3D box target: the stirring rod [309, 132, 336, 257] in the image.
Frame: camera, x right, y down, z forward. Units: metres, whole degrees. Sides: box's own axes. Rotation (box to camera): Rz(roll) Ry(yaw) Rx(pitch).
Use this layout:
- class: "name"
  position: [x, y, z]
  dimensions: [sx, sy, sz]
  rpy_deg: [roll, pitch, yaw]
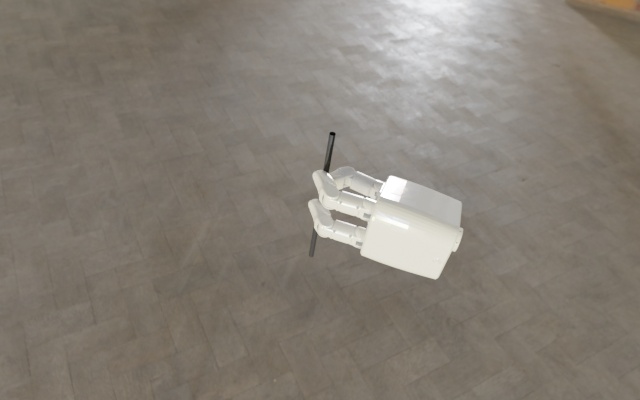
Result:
- class: "stirring rod"
  position: [0.000, 0.002, 0.672]
  dimensions: [0.011, 0.011, 0.240]
  rpy_deg: [5, -45, -5]
